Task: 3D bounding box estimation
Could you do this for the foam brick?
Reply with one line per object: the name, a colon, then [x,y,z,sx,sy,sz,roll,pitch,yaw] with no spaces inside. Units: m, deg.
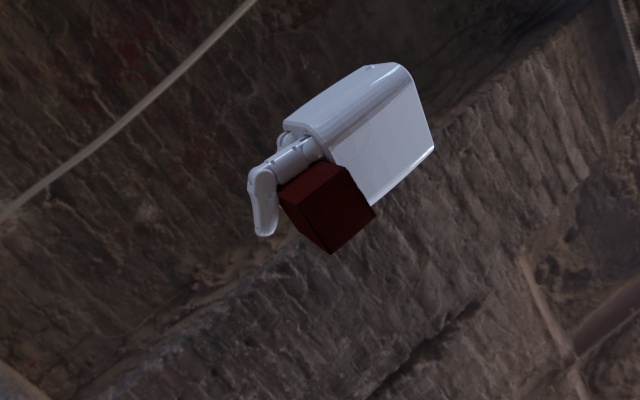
foam brick: [0.000,0.002,0.405,0.051,0.053,0.078,-38,23,-11]
